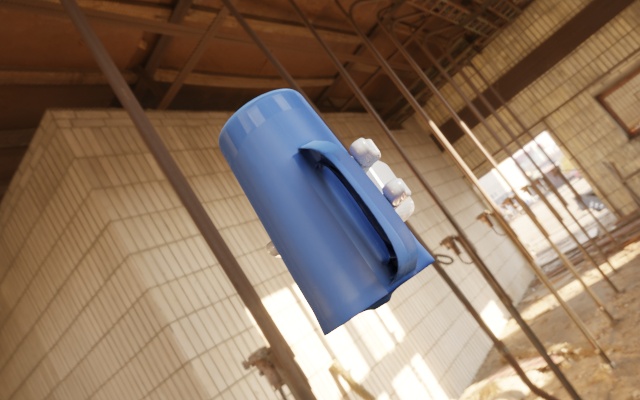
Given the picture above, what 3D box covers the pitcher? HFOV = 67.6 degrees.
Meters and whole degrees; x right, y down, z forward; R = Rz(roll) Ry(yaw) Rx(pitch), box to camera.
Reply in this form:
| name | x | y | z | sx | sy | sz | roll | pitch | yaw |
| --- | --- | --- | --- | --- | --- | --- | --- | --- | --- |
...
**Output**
| name | x | y | z | sx | sy | sz | roll | pitch | yaw |
| --- | --- | --- | --- | --- | --- | --- | --- | --- | --- |
| pitcher | 0.000 | 0.002 | 0.494 | 0.149 | 0.242 | 0.145 | -39 | -13 | 21 |
